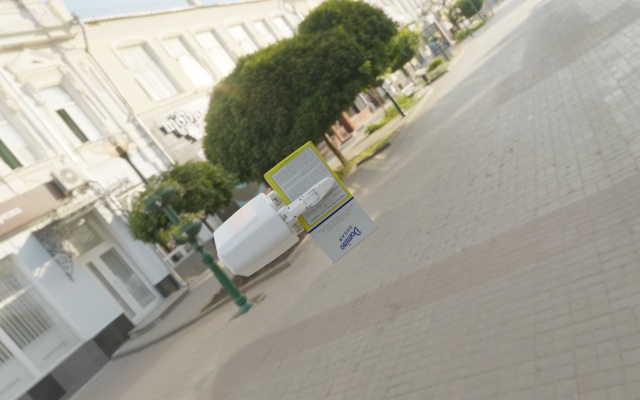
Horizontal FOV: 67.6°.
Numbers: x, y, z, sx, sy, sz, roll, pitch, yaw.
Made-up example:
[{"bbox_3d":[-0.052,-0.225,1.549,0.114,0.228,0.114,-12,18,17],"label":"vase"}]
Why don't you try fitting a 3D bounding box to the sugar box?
[{"bbox_3d":[0.000,0.002,0.759,0.093,0.176,0.048,-37,6,-4],"label":"sugar box"}]
